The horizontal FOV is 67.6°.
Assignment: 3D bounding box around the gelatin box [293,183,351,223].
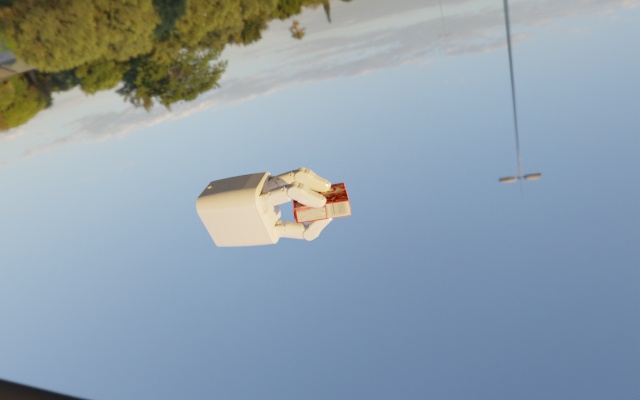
[{"bbox_3d":[0.001,0.003,0.767,0.089,0.030,0.073,-8,25,0],"label":"gelatin box"}]
